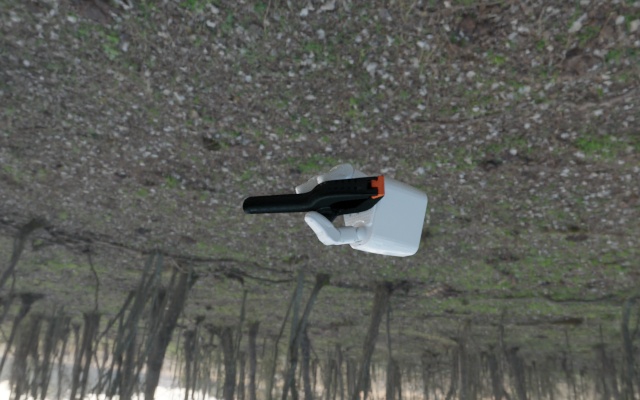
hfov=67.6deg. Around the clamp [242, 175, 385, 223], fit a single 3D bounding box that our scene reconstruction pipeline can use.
[{"bbox_3d":[0.001,0.003,0.679,0.164,0.036,0.210,12,-22,-35],"label":"clamp"}]
